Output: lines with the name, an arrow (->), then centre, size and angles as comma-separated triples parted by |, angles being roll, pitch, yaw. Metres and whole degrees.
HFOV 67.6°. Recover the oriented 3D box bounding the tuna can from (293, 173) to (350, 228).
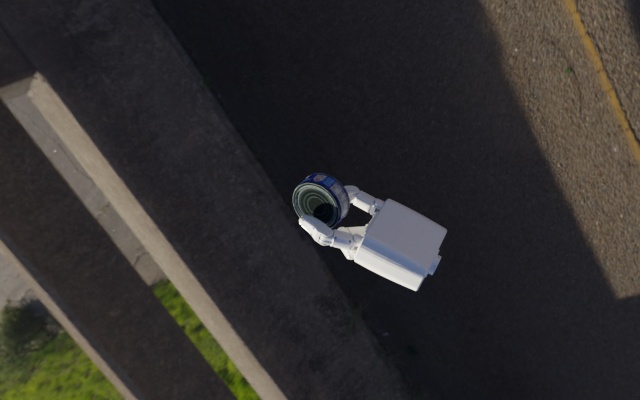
tuna can -> 0.000, 0.003, 0.738 | 0.086, 0.086, 0.033 | 0, 28, 34
